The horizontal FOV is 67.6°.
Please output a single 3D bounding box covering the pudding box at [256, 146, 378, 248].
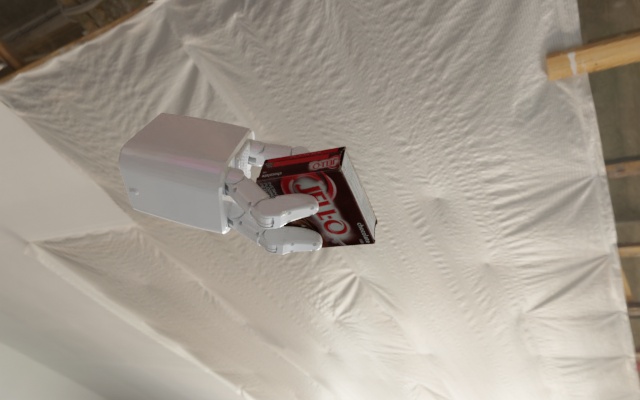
[{"bbox_3d":[0.000,0.001,0.490,0.090,0.039,0.114,-6,-43,24],"label":"pudding box"}]
